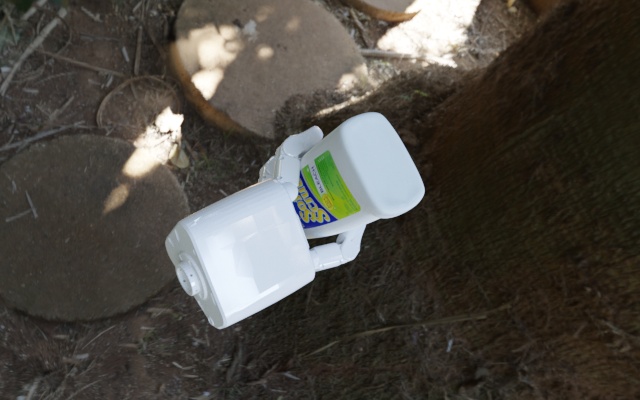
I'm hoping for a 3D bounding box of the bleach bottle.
[{"bbox_3d":[0.000,0.002,0.532,0.068,0.102,0.251,-24,-6,-33],"label":"bleach bottle"}]
